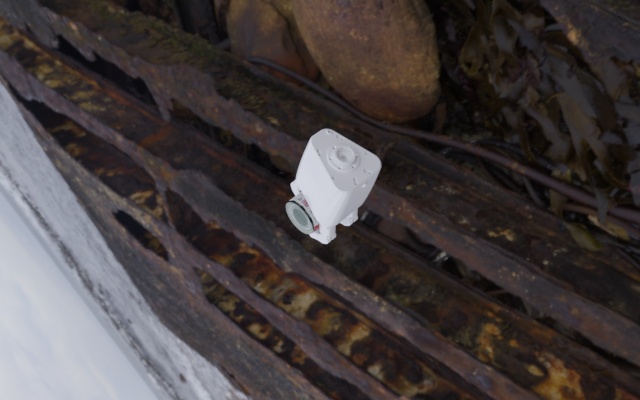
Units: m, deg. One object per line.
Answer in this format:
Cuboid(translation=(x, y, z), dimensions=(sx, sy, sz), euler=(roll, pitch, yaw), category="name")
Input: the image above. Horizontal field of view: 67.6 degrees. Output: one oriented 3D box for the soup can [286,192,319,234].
Cuboid(translation=(0.000, 0.003, 0.815), dimensions=(0.102, 0.068, 0.068), euler=(-37, 19, -27), category="soup can")
